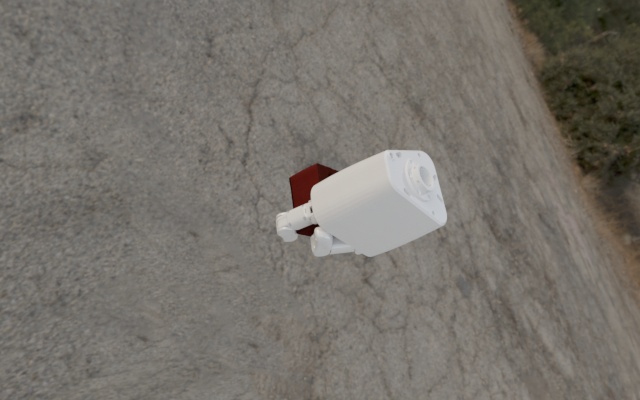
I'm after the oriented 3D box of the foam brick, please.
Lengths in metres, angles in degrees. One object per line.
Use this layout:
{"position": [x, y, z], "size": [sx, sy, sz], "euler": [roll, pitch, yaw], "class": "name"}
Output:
{"position": [0.000, 0.002, 0.594], "size": [0.051, 0.078, 0.053], "euler": [-28, -30, 37], "class": "foam brick"}
